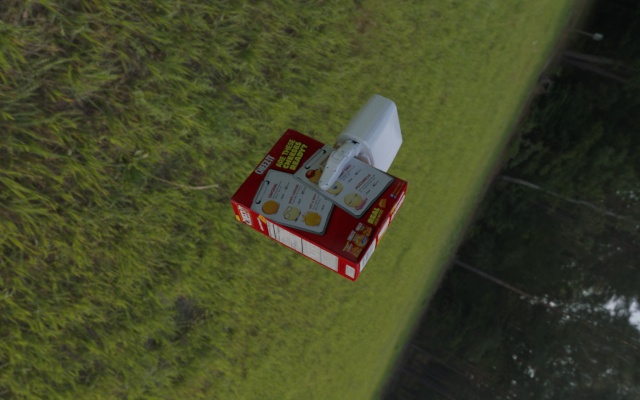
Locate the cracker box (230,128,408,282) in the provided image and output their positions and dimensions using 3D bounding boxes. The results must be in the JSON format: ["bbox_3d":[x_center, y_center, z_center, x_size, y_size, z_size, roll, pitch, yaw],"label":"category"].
[{"bbox_3d":[0.000,0.002,0.728,0.213,0.164,0.072,26,-30,16],"label":"cracker box"}]
